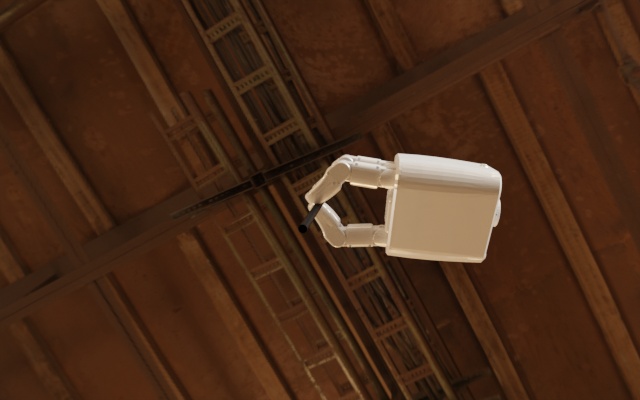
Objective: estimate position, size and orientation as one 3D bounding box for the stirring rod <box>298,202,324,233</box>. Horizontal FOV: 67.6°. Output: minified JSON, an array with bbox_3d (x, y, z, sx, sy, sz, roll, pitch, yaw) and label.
[{"bbox_3d":[0.000,0.002,0.534,0.011,0.011,0.239,0,11,8],"label":"stirring rod"}]
